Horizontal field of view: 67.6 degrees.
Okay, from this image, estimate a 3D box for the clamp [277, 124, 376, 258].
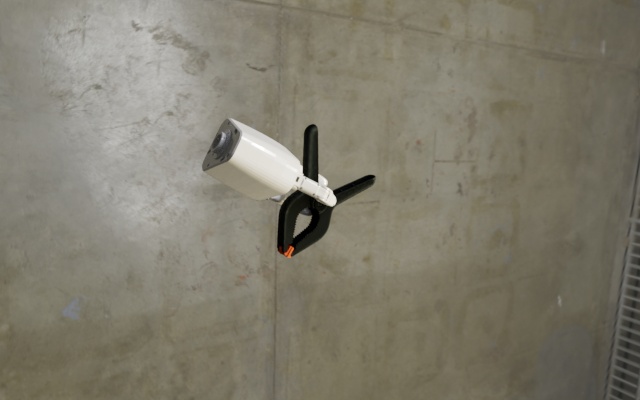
[{"bbox_3d":[0.000,0.003,0.791,0.164,0.210,0.036,28,-6,-32],"label":"clamp"}]
